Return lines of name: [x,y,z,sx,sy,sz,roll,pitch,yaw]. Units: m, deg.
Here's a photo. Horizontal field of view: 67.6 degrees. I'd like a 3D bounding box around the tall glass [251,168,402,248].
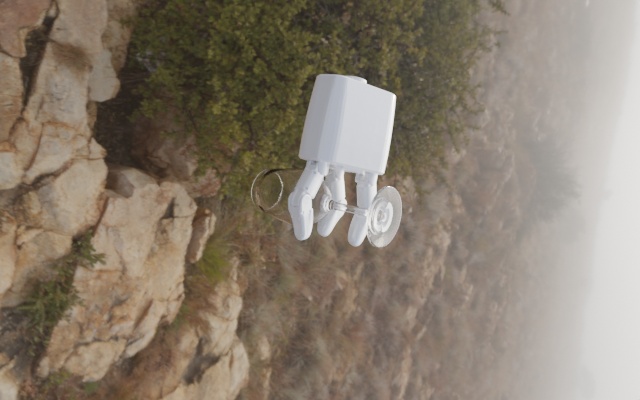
tall glass: [0.001,0.002,0.621,0.201,0.079,0.079,12,8,38]
